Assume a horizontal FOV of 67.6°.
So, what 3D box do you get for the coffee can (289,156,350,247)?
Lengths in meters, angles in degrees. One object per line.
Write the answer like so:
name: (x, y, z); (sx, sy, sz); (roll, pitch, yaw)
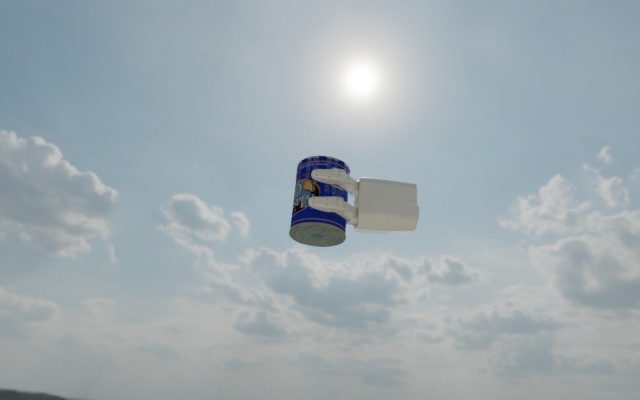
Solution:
coffee can: (0.000, 0.003, 0.886); (0.103, 0.140, 0.103); (4, -26, 2)
